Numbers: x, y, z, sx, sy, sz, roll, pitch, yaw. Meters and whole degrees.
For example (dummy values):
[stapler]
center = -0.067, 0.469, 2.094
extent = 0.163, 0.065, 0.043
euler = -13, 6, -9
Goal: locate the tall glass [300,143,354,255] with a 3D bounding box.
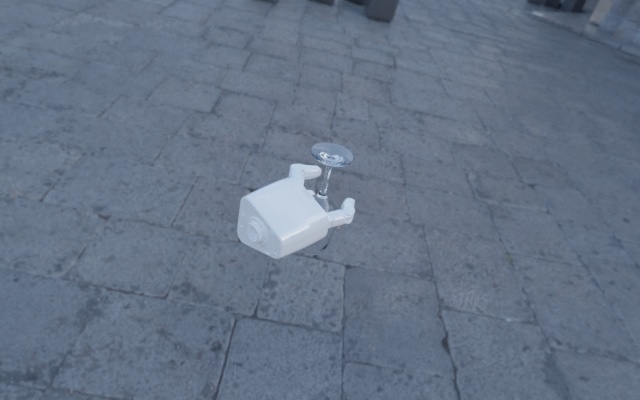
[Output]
[tall glass]
center = 0.000, 0.002, 0.849
extent = 0.079, 0.201, 0.079
euler = 9, 34, -6
